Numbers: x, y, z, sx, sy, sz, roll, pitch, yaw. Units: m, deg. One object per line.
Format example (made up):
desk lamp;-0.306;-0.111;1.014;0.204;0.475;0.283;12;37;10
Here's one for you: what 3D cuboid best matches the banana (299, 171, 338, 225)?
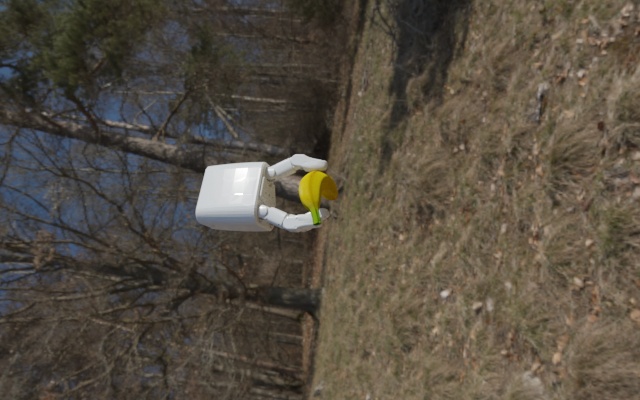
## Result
banana;-0.004;-0.015;0.773;0.037;0.069;0.197;-7;11;13
